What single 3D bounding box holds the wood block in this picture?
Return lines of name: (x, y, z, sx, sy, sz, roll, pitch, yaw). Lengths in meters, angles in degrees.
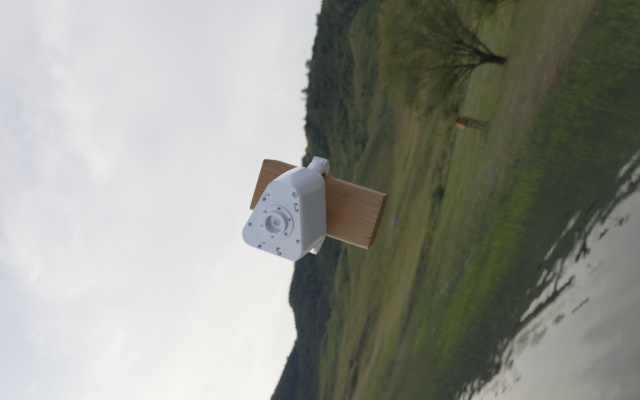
wood block: (0.000, 0.002, 0.803, 0.206, 0.091, 0.090, 18, 6, 11)
